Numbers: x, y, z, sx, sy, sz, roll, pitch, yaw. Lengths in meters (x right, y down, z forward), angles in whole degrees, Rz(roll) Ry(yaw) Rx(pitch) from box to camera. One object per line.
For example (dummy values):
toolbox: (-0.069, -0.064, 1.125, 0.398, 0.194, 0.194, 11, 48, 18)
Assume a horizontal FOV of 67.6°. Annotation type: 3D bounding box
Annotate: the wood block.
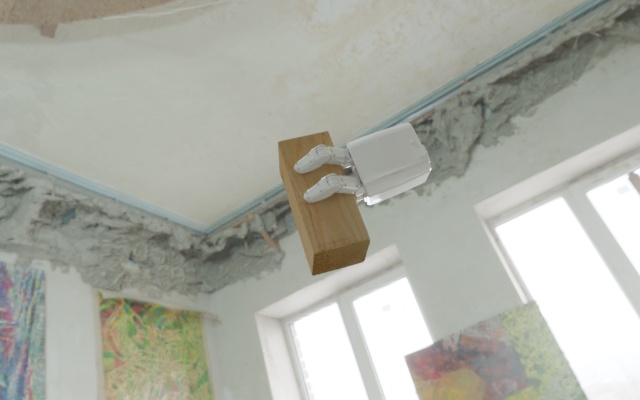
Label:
wood block: (0.000, 0.002, 0.771, 0.090, 0.206, 0.091, -14, -29, -10)
